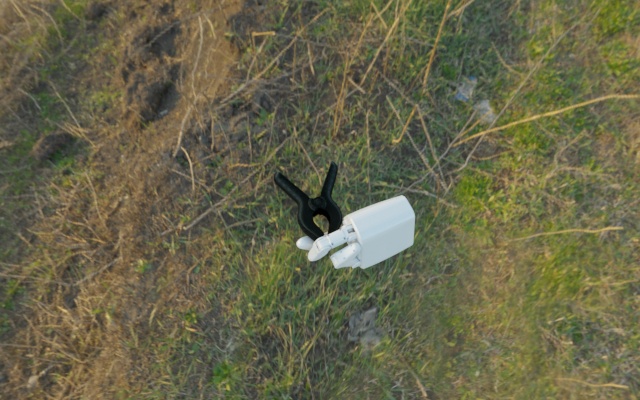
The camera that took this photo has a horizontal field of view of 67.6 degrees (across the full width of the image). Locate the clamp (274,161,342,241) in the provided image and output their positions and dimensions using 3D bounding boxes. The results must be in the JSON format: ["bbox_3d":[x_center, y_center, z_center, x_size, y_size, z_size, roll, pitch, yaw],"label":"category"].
[{"bbox_3d":[0.000,0.003,0.854,0.120,0.171,0.039,-22,-22,-11],"label":"clamp"}]
